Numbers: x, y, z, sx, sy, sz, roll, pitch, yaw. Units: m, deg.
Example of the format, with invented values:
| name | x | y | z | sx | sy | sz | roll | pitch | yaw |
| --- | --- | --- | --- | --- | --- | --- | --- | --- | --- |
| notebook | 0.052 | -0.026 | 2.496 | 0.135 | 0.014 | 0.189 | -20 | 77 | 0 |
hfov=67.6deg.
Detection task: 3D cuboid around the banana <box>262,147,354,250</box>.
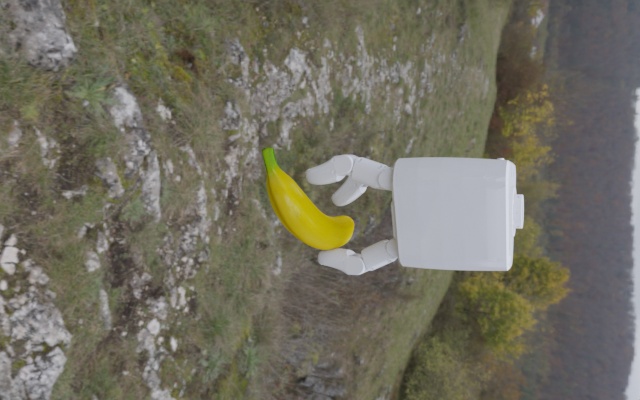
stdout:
| name | x | y | z | sx | sy | sz | roll | pitch | yaw |
| --- | --- | --- | --- | --- | --- | --- | --- | --- | --- |
| banana | -0.004 | 0.017 | 0.512 | 0.037 | 0.069 | 0.198 | -3 | -25 | 26 |
